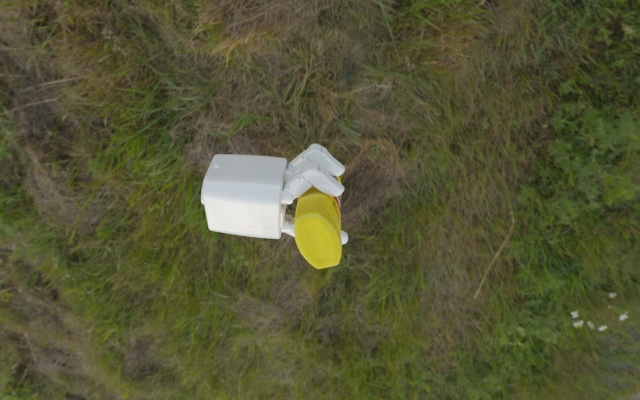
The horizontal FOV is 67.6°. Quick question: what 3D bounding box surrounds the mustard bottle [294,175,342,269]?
[{"bbox_3d":[0.000,0.002,0.695,0.058,0.096,0.191,-15,32,12],"label":"mustard bottle"}]
